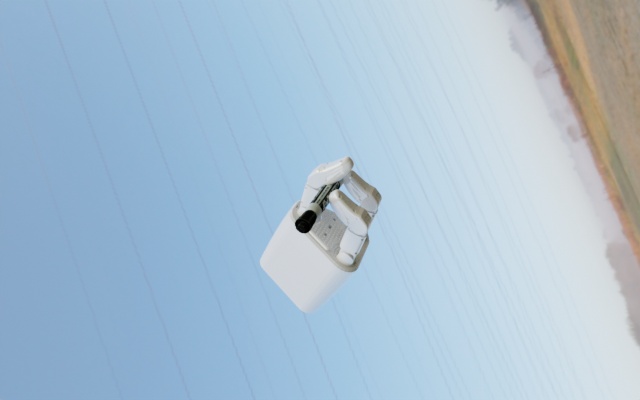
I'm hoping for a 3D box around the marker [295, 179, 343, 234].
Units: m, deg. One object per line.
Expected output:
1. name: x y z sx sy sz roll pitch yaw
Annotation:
1. marker: 0.000 0.002 0.545 0.020 0.020 0.121 0 28 23
